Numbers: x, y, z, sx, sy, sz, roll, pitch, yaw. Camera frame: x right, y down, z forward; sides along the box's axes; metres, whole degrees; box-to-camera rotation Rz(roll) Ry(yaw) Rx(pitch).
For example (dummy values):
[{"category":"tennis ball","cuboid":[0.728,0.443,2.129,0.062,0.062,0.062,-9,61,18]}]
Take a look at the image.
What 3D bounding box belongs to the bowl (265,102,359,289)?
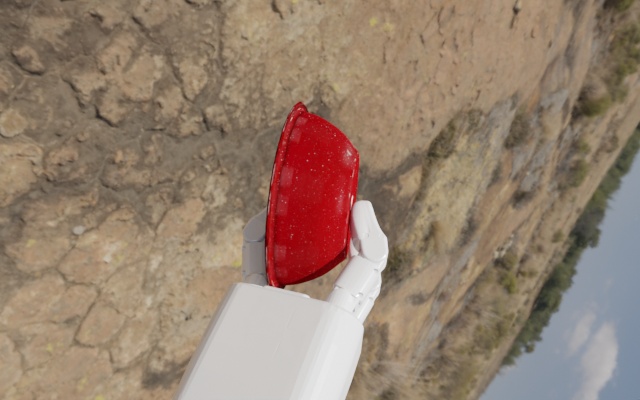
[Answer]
[{"category":"bowl","cuboid":[0.001,0.000,0.403,0.055,0.162,0.162,7,1,7]}]
